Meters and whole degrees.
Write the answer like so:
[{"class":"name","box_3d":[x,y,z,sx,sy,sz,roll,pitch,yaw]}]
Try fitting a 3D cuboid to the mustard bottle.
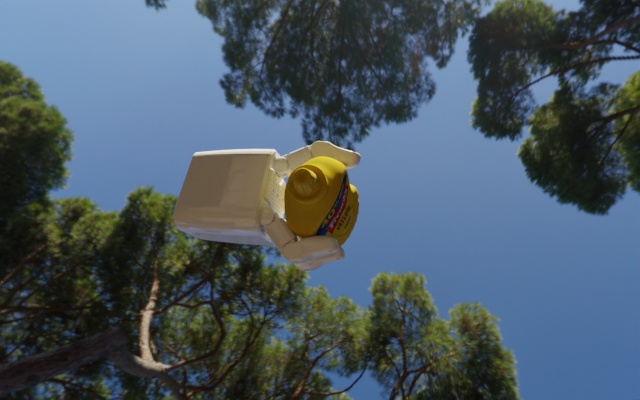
[{"class":"mustard bottle","box_3d":[0.000,0.002,0.553,0.058,0.096,0.192,25,-9,18]}]
